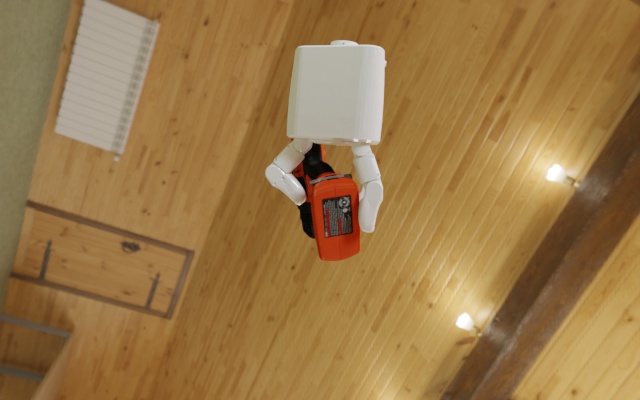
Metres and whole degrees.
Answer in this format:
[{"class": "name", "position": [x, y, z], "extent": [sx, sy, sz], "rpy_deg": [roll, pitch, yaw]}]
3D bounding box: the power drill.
[{"class": "power drill", "position": [0.000, 0.002, 0.640], "extent": [0.057, 0.184, 0.187], "rpy_deg": [-12, 27, -10]}]
